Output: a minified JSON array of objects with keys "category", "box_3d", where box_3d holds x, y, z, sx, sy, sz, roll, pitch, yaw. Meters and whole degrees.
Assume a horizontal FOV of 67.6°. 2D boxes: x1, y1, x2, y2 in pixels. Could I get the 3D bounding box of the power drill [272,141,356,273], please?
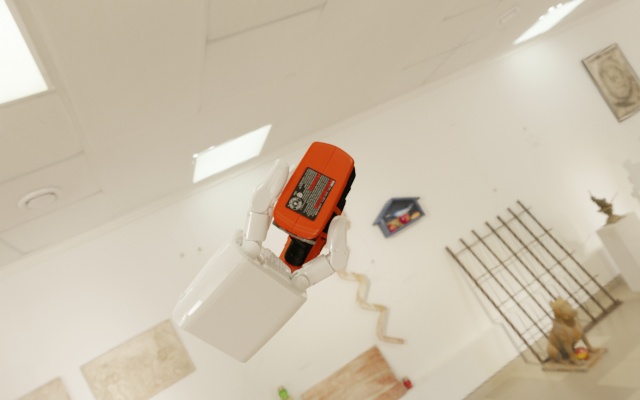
[{"category":"power drill","box_3d":[0.000,0.002,0.584,0.057,0.184,0.188,24,-17,8]}]
